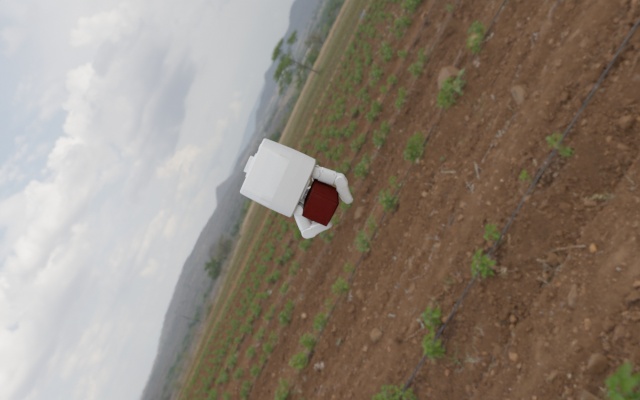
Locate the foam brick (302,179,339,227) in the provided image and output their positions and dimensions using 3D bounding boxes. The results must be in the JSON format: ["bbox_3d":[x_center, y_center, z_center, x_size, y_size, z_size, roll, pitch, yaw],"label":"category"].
[{"bbox_3d":[0.000,0.003,0.880,0.051,0.053,0.078,24,20,-8],"label":"foam brick"}]
